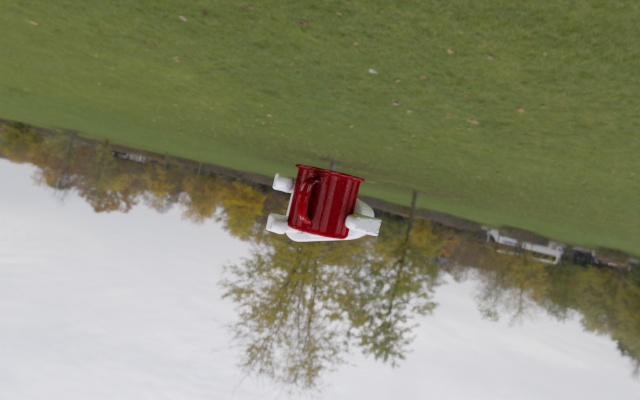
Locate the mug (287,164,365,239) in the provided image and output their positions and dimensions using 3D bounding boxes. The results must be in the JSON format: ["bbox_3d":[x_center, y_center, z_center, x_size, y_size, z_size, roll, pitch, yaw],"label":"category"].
[{"bbox_3d":[0.000,0.002,0.606,0.093,0.081,0.117,13,1,18],"label":"mug"}]
